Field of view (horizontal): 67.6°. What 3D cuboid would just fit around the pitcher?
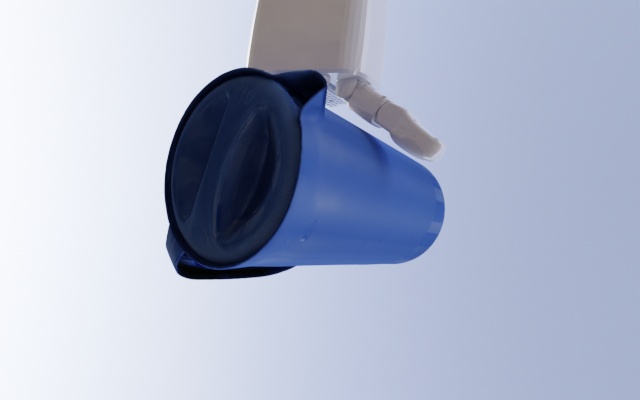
[{"bbox_3d":[0.000,0.001,0.402,0.149,0.145,0.243,0,-9,38],"label":"pitcher"}]
